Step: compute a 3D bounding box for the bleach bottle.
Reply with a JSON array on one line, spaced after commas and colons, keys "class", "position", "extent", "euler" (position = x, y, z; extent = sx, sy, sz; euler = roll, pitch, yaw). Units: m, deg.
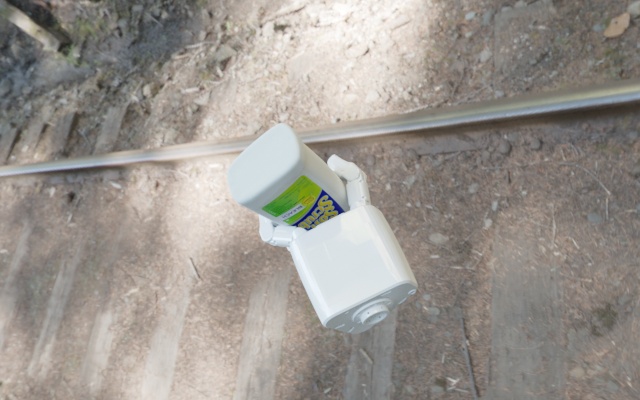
[{"class": "bleach bottle", "position": [0.000, 0.002, 0.611], "extent": [0.102, 0.068, 0.251], "euler": [-37, -36, 16]}]
